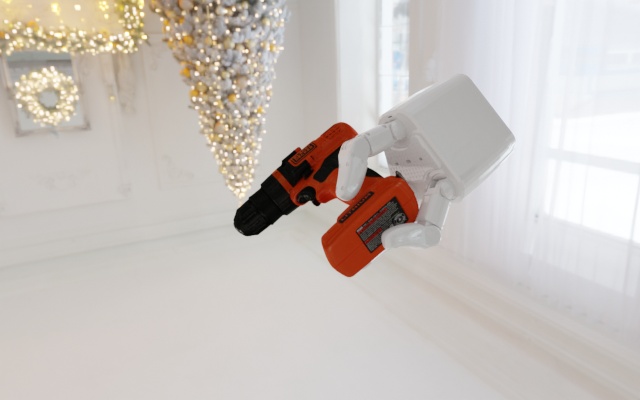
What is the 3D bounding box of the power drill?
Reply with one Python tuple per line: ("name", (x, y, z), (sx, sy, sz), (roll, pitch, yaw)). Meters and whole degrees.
("power drill", (0.001, 0.002, 0.514), (0.057, 0.184, 0.187), (51, -5, -37))
